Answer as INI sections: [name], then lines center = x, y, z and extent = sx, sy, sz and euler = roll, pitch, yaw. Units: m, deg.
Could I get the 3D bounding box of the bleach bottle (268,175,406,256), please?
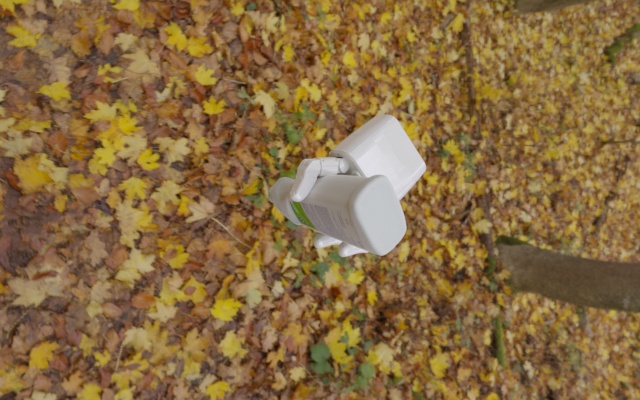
[bleach bottle]
center = 0.000, 0.002, 0.673
extent = 0.068, 0.103, 0.251
euler = -42, 32, -25
